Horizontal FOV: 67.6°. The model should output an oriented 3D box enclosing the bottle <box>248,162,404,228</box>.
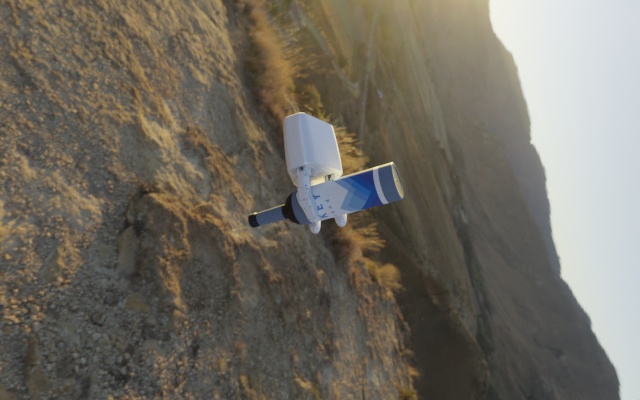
[{"bbox_3d":[0.000,0.003,0.875,0.296,0.069,0.069,-16,-5,20],"label":"bottle"}]
